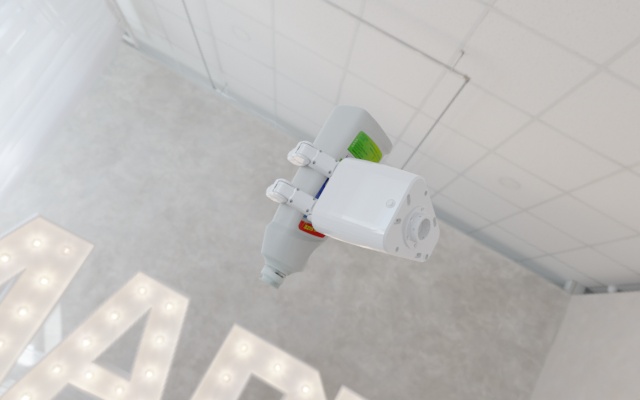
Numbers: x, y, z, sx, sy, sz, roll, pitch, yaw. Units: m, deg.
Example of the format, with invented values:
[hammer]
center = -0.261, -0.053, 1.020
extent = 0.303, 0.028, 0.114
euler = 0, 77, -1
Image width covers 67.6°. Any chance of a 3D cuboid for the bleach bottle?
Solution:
[bleach bottle]
center = 0.000, 0.002, 0.626
extent = 0.068, 0.250, 0.103
euler = 17, -18, 42
